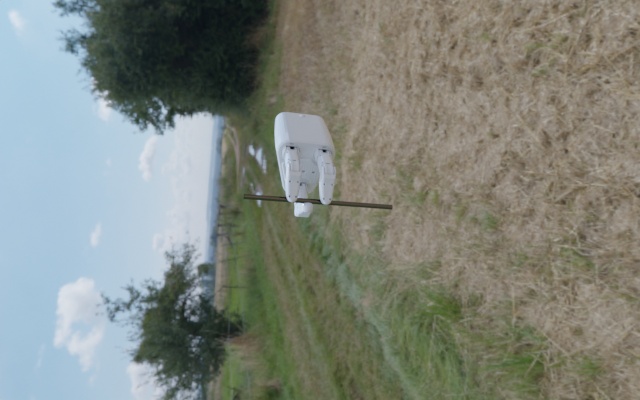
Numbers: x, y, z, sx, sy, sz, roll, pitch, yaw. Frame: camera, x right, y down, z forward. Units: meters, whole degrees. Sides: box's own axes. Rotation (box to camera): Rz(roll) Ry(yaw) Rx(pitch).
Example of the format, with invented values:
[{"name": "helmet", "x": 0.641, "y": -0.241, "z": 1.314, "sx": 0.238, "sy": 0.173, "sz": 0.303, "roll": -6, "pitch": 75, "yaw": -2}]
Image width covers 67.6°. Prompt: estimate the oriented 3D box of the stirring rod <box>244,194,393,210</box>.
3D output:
[{"name": "stirring rod", "x": 0.000, "y": 0.002, "z": 0.755, "sx": 0.239, "sy": 0.011, "sz": 0.011, "roll": 4, "pitch": -1, "yaw": -14}]
